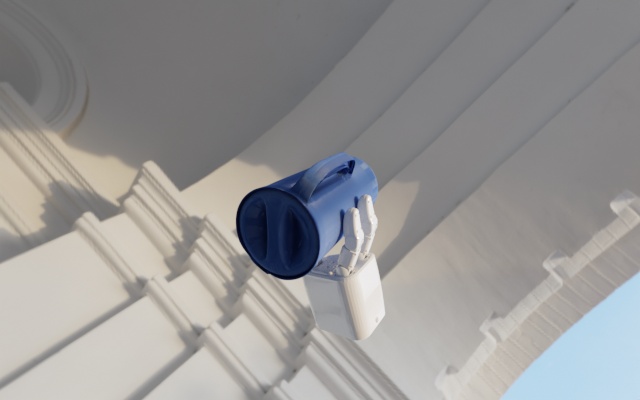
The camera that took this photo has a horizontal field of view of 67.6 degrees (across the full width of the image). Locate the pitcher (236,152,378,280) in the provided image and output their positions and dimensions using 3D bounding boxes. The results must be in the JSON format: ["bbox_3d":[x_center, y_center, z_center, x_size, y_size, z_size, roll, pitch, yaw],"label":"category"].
[{"bbox_3d":[0.000,0.003,0.719,0.149,0.145,0.242,-8,15,32],"label":"pitcher"}]
